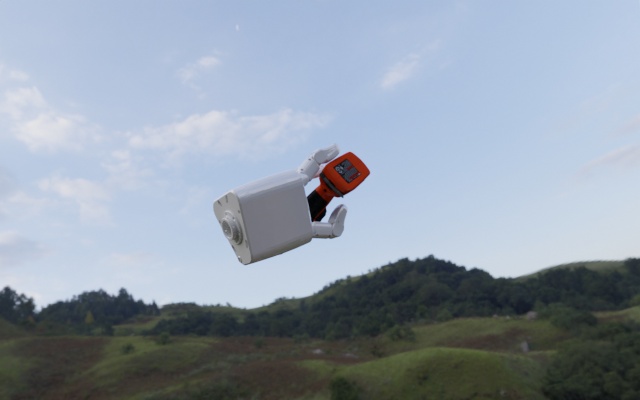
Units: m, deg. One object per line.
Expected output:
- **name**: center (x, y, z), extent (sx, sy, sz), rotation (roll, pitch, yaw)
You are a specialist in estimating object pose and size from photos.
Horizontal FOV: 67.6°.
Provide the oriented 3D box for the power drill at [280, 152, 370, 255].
- **power drill**: center (0.000, 0.002, 0.807), extent (0.188, 0.057, 0.184), rotation (-48, -4, 33)
